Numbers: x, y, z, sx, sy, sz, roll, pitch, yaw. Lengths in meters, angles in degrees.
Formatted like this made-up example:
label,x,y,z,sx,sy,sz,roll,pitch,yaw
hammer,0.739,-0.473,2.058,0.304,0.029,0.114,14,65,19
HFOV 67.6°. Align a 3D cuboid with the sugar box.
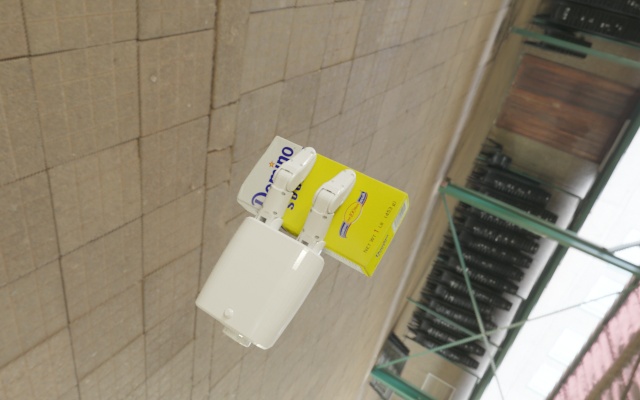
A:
label,x,y,z,sx,sy,sz,roll,pitch,yaw
sugar box,0.000,0.002,0.533,0.176,0.093,0.048,26,-15,22
